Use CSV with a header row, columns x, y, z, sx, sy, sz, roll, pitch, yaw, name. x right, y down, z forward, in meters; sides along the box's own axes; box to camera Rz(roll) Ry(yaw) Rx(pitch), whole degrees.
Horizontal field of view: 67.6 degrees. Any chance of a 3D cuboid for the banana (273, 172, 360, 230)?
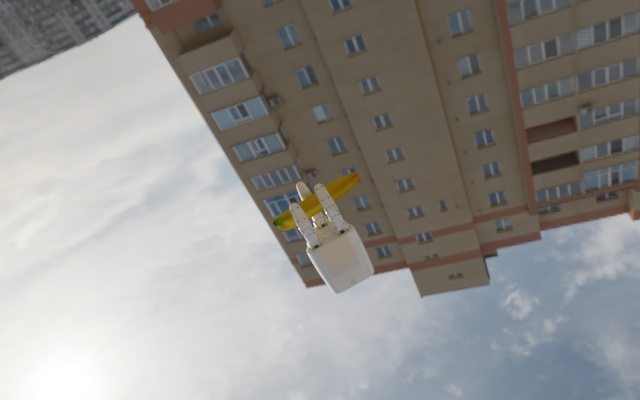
x,y,z,sx,sy,sz,roll,pitch,yaw,name
-0.010,0.007,0.898,0.197,0.037,0.069,-32,5,-23,banana
